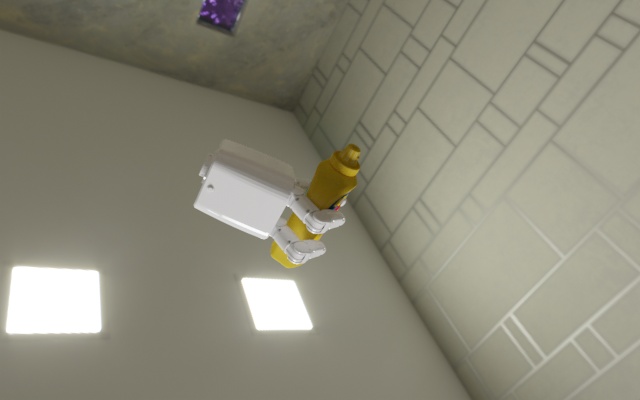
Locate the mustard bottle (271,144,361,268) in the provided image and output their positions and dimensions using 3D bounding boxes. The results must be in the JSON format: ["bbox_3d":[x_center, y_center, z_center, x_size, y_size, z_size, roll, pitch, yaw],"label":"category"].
[{"bbox_3d":[0.000,0.003,0.663,0.058,0.192,0.096,36,29,9],"label":"mustard bottle"}]
